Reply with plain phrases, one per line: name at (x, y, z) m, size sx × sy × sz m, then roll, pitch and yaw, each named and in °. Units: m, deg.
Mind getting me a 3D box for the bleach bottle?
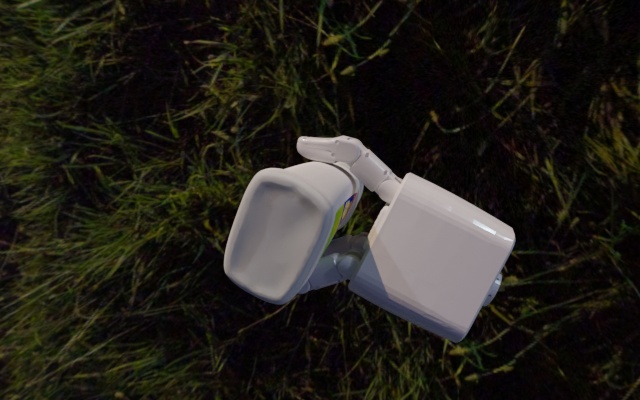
bleach bottle at (0.000, 0.002, 0.454) m, size 0.068 × 0.102 × 0.250 m, roll 27°, pitch 20°, yaw 9°
